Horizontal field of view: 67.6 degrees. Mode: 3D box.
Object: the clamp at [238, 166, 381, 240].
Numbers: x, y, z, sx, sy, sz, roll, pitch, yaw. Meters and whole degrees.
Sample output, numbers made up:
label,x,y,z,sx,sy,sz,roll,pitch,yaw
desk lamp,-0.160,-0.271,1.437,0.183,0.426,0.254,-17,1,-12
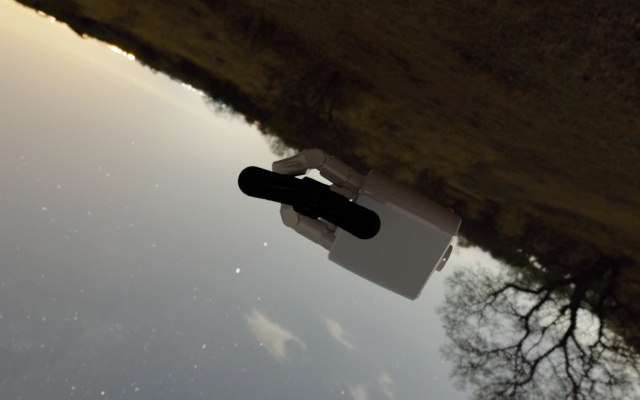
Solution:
label,x,y,z,sx,sy,sz,roll,pitch,yaw
clamp,0.000,0.002,0.450,0.120,0.039,0.171,27,6,7
